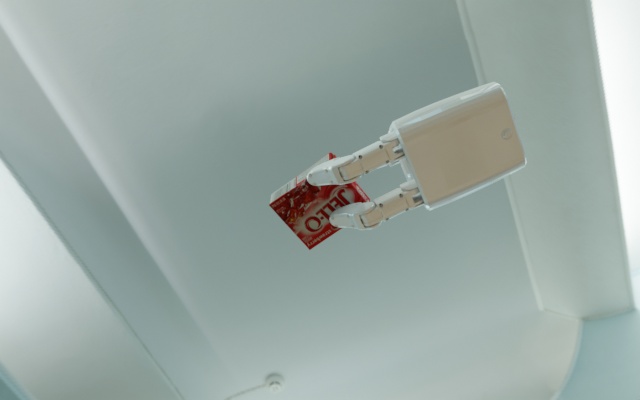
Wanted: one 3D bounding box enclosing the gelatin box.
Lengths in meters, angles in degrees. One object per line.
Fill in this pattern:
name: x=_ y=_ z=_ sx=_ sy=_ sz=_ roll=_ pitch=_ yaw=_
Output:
gelatin box: x=0.000 y=0.002 z=0.527 sx=0.089 sy=0.073 sz=0.030 roll=-34 pitch=22 yaw=16
